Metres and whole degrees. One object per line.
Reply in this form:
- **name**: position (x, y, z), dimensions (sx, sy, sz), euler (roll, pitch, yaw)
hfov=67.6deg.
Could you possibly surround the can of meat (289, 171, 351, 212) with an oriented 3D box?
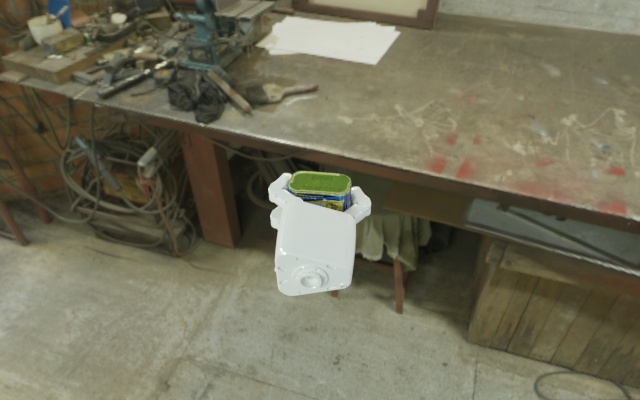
- **can of meat**: position (0.000, 0.002, 0.769), dimensions (0.102, 0.084, 0.057), euler (4, 41, 7)
